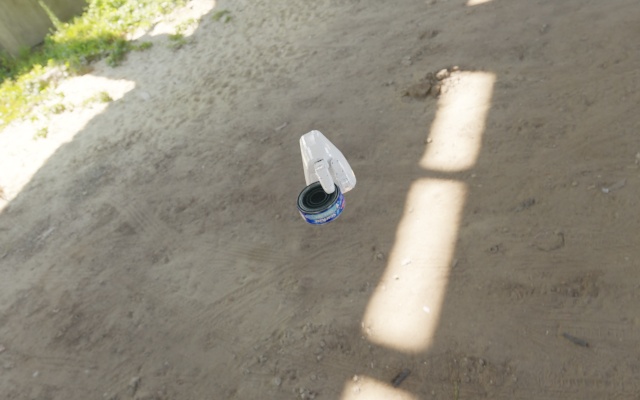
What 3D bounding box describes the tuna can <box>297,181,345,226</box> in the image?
[{"bbox_3d":[0.000,0.003,0.876,0.086,0.086,0.034,0,-42,26],"label":"tuna can"}]
